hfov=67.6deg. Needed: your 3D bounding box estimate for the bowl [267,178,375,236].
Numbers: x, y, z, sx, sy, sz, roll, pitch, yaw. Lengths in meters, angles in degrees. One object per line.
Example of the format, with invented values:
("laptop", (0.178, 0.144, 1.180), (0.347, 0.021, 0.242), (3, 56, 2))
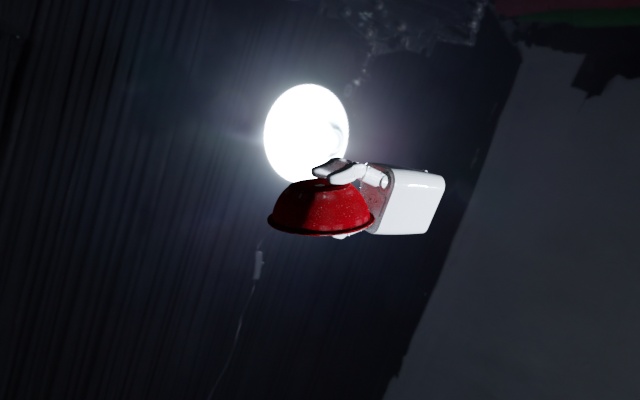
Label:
("bowl", (-0.001, 0.002, 0.710), (0.162, 0.055, 0.162), (-1, 15, 0))
